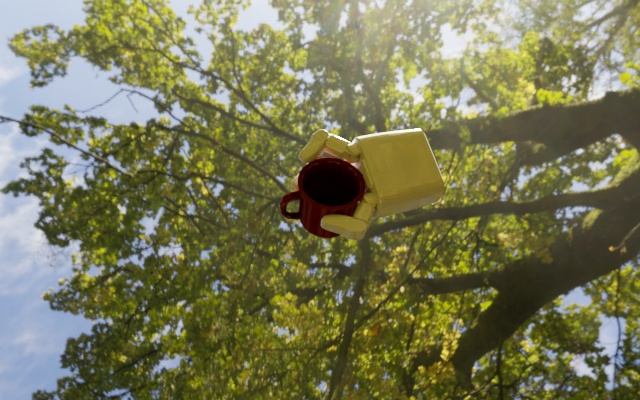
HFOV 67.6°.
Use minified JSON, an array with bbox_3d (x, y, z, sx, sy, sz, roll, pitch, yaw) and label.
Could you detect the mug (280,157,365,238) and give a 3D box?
[{"bbox_3d":[-0.001,0.003,0.676,0.117,0.093,0.082,-12,-36,-16],"label":"mug"}]
